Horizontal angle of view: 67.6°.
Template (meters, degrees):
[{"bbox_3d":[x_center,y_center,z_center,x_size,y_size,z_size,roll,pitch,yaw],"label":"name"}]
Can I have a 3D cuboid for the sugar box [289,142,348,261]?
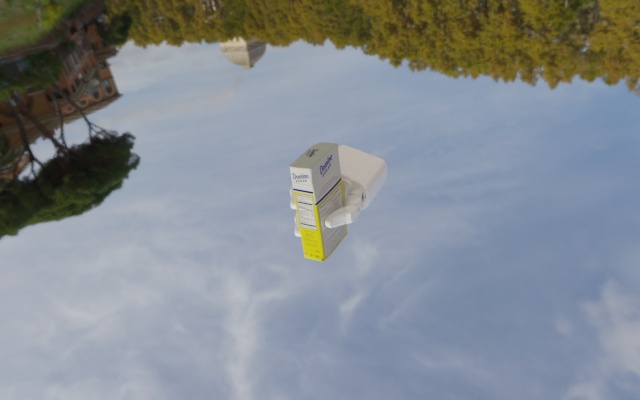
[{"bbox_3d":[0.000,0.003,0.782,0.048,0.176,0.093,8,33,29],"label":"sugar box"}]
